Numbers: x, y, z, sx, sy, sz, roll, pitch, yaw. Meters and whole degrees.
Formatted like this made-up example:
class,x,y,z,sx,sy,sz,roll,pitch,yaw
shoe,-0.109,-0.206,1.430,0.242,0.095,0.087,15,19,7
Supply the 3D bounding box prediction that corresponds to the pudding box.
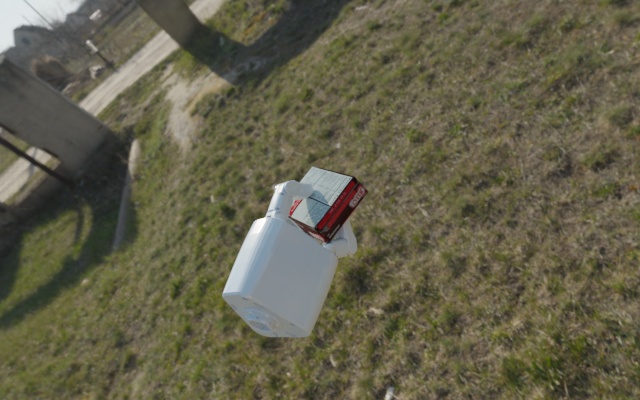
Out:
class,x,y,z,sx,sy,sz,roll,pitch,yaw
pudding box,0.000,0.002,0.660,0.039,0.090,0.113,46,-14,-32
